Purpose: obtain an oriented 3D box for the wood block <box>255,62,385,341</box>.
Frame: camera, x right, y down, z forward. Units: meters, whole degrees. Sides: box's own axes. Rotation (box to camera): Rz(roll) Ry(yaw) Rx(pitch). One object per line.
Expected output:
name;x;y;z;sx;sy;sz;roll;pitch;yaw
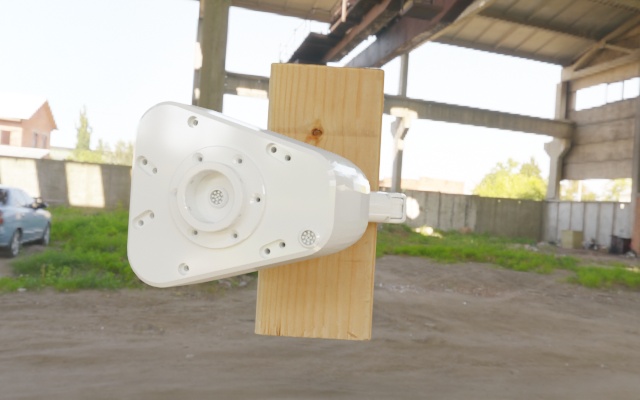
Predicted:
wood block;0.000;0.001;0.402;0.091;0.206;0.090;4;0;0
